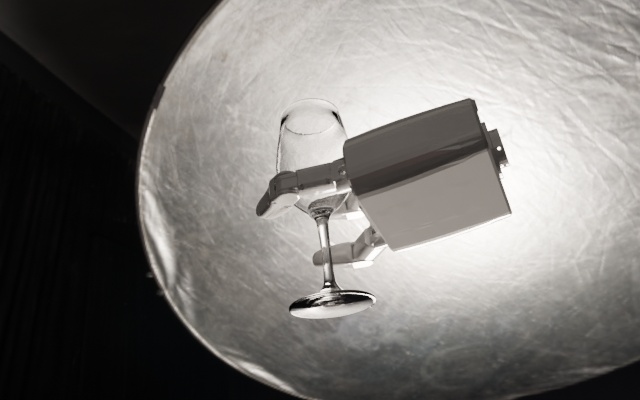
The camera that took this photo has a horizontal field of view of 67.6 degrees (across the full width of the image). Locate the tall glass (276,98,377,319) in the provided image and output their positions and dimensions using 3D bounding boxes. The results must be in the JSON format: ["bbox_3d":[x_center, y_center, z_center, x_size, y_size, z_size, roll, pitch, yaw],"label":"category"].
[{"bbox_3d":[0.000,0.002,0.446,0.079,0.201,0.079,-6,-28,-3],"label":"tall glass"}]
